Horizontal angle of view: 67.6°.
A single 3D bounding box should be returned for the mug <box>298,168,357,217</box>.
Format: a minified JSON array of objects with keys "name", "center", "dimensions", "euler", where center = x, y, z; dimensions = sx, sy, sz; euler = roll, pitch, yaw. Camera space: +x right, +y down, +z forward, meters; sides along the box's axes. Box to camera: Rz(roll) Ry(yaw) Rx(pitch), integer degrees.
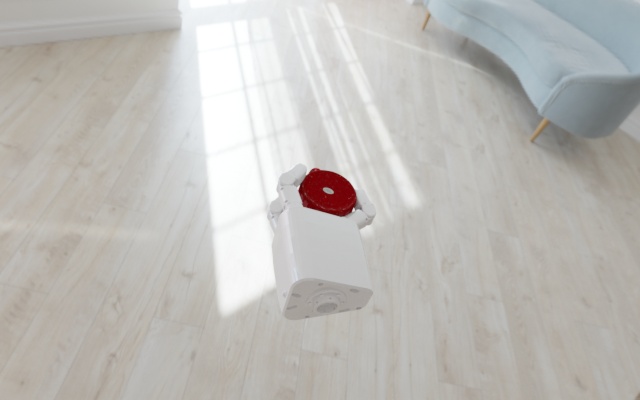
[{"name":"mug","center":[0.000,0.001,0.689],"dimensions":[0.093,0.117,0.082],"euler":[3,-43,-18]}]
